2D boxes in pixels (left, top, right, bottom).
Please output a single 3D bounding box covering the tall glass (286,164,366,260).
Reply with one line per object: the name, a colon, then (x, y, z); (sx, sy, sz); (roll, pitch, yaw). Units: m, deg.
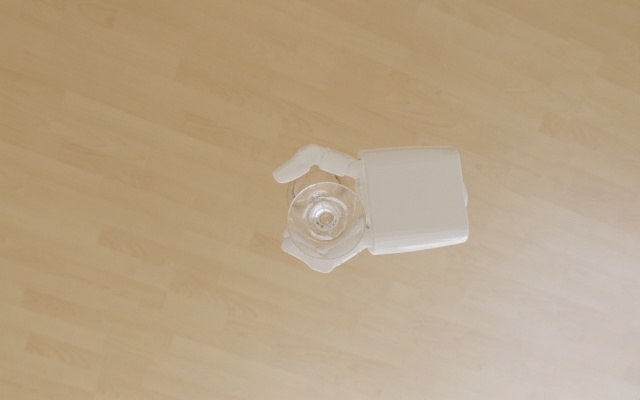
tall glass: (0.000, 0.002, 0.540); (0.079, 0.079, 0.201); (0, 10, -4)
